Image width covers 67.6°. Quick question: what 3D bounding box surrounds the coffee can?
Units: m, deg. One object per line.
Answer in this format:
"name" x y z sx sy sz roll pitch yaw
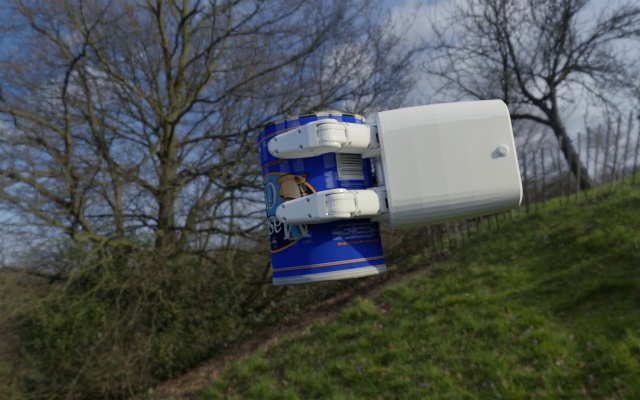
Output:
"coffee can" 0.000 0.002 0.437 0.103 0.140 0.103 -7 -7 -1
